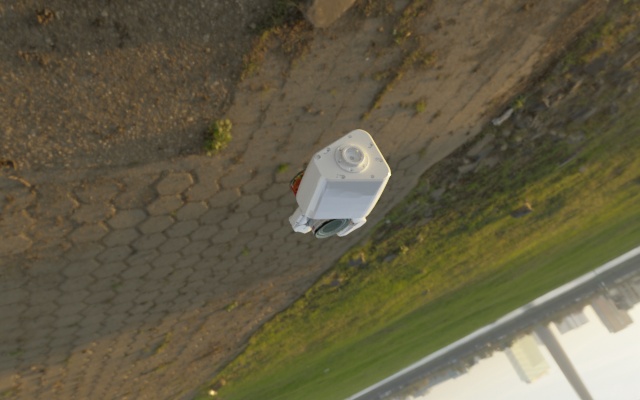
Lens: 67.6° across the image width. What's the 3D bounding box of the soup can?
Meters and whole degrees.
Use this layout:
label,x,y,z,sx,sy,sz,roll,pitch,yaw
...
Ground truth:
label,x,y,z,sx,sy,sz,roll,pitch,yaw
soup can,0.000,0.003,0.790,0.068,0.102,0.068,-23,-23,-10
